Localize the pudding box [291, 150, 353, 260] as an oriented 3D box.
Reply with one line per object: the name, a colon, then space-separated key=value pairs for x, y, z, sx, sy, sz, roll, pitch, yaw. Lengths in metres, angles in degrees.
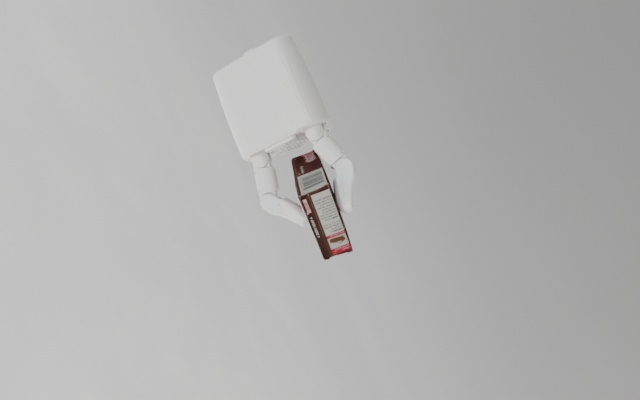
pudding box: x=0.000 y=0.002 z=0.562 sx=0.039 sy=0.090 sz=0.113 roll=-20 pitch=27 yaw=4
